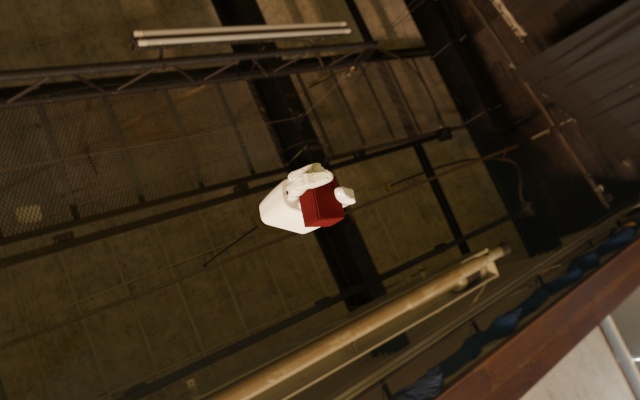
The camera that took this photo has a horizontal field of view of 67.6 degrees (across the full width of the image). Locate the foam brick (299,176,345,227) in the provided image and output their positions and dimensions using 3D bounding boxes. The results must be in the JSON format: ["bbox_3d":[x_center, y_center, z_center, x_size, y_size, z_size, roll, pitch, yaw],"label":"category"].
[{"bbox_3d":[0.000,0.003,0.811,0.053,0.078,0.051,0,-20,-32],"label":"foam brick"}]
